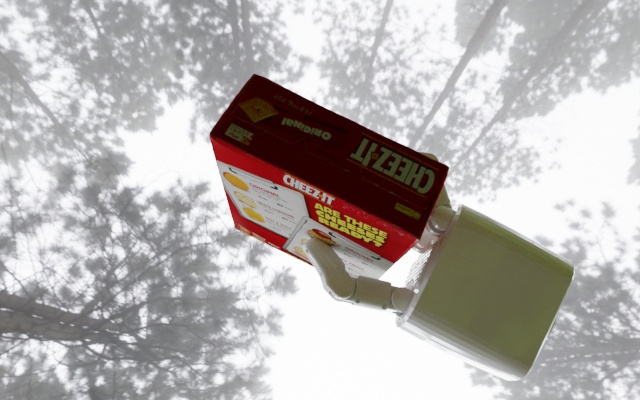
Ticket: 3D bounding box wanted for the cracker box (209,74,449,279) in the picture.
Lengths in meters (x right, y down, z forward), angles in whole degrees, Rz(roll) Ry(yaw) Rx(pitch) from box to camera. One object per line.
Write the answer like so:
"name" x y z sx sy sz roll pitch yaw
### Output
"cracker box" 0.000 0.002 0.432 0.164 0.072 0.214 26 -21 5
